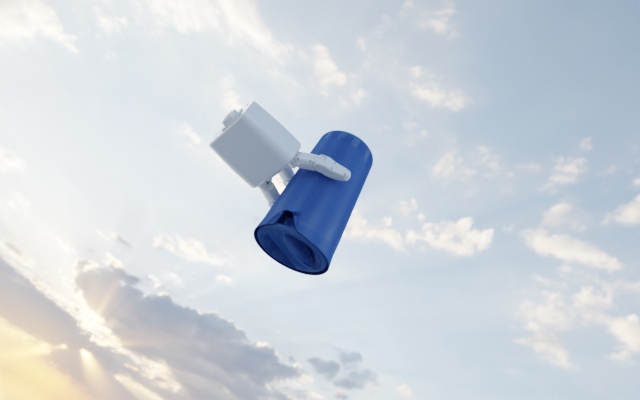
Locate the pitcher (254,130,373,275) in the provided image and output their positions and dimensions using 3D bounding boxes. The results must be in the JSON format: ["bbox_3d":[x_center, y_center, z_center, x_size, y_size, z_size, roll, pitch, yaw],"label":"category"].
[{"bbox_3d":[0.000,0.003,0.824,0.145,0.242,0.149,41,-34,-18],"label":"pitcher"}]
